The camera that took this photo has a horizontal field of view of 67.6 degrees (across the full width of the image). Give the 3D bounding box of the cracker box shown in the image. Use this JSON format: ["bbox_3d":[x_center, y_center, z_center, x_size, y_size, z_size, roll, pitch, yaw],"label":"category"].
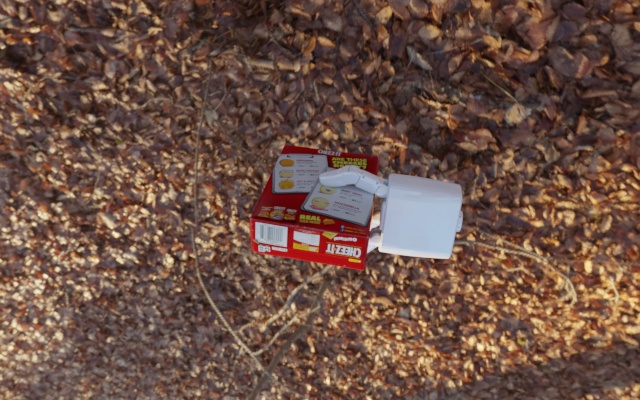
[{"bbox_3d":[0.000,0.002,0.732,0.164,0.072,0.213,8,36,5],"label":"cracker box"}]
